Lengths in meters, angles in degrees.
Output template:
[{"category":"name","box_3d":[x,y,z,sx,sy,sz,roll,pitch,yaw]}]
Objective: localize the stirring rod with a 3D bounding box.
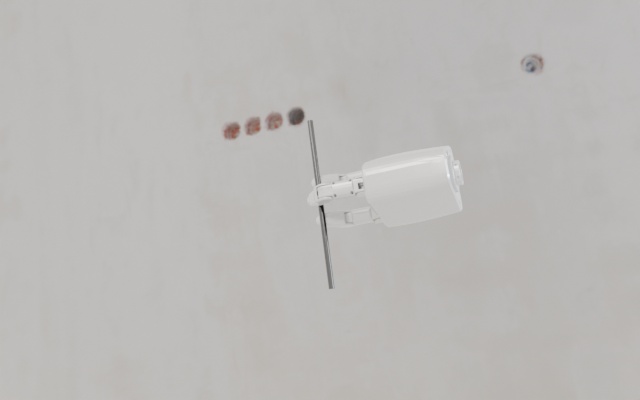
[{"category":"stirring rod","box_3d":[0.000,0.002,0.667,0.011,0.239,0.011,-7,-11,-1]}]
